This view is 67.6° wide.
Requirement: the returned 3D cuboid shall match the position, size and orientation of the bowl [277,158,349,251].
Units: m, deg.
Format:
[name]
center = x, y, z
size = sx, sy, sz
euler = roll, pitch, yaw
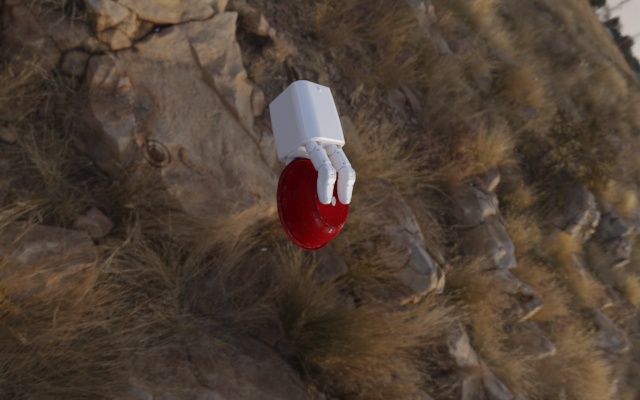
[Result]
[bowl]
center = 0.001, 0.004, 0.806
size = 0.055, 0.162, 0.162
euler = -9, -5, 38
